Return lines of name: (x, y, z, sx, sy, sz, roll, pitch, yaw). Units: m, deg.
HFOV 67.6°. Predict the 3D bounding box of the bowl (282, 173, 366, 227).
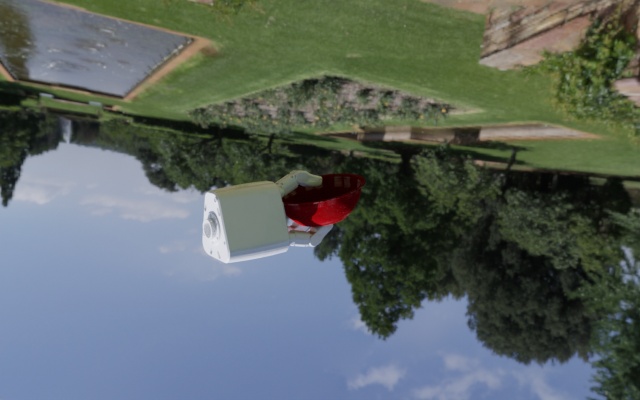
bowl: (0.001, 0.003, 0.812, 0.162, 0.055, 0.162, -10, 17, 3)
